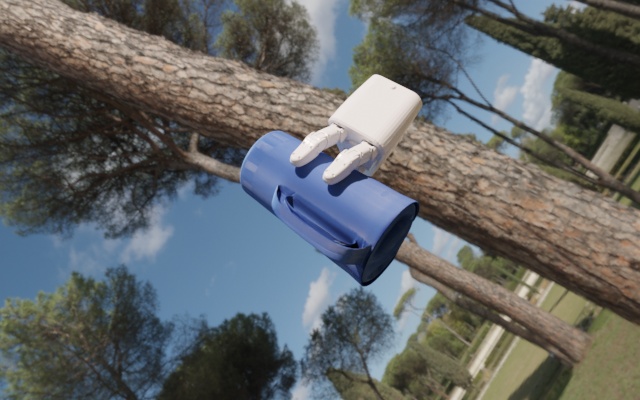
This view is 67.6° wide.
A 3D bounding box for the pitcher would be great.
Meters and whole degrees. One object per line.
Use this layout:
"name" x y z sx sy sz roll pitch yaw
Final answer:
"pitcher" 0.000 0.002 0.664 0.242 0.145 0.149 33 -19 22
